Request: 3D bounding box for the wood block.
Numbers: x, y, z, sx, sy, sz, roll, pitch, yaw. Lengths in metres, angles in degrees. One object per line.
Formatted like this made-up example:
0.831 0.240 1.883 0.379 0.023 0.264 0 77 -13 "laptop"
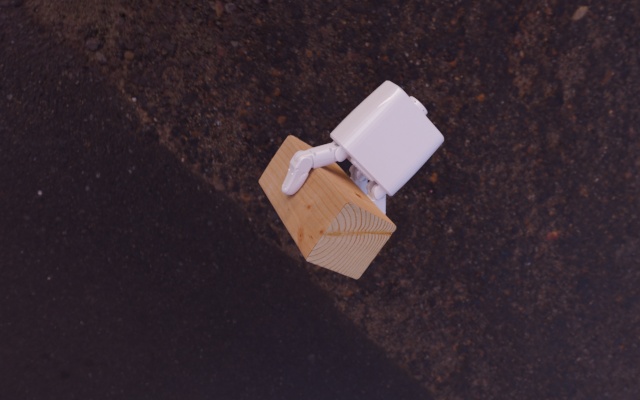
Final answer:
0.000 0.002 0.659 0.091 0.090 0.206 26 15 -35 "wood block"
